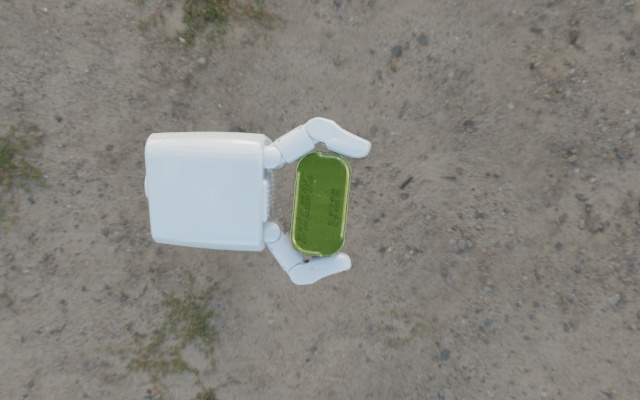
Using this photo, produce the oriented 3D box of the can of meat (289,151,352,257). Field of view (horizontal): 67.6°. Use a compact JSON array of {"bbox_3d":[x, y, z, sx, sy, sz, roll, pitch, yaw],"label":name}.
[{"bbox_3d":[0.000,0.002,0.473,0.057,0.102,0.084,5,3,0],"label":"can of meat"}]
